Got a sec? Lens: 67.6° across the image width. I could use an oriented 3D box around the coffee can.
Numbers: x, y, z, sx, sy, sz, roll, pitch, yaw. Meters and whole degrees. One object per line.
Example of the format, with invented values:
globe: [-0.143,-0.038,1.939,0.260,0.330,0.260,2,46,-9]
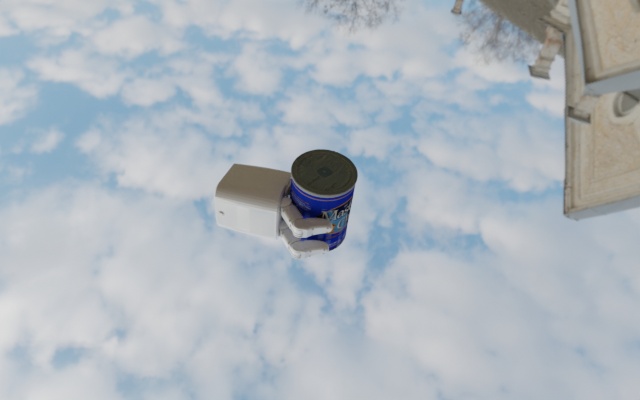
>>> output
coffee can: [0.000,0.002,0.778,0.103,0.102,0.140,0,-43,-7]
